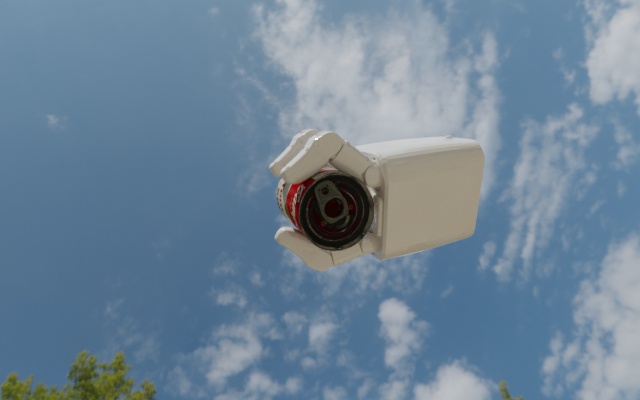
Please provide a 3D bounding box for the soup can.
[{"bbox_3d":[0.000,0.002,0.453,0.068,0.068,0.102,0,10,-17],"label":"soup can"}]
